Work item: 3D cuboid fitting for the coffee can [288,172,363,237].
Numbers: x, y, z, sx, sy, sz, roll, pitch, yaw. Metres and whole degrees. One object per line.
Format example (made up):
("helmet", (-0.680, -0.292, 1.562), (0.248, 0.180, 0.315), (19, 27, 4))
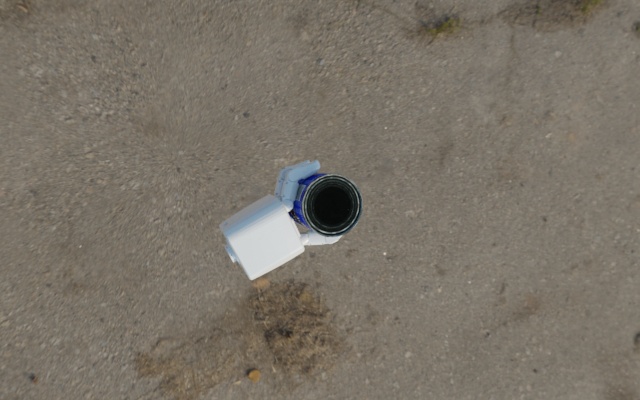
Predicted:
("coffee can", (0.000, 0.003, 0.824), (0.103, 0.103, 0.140), (0, 5, -17))
